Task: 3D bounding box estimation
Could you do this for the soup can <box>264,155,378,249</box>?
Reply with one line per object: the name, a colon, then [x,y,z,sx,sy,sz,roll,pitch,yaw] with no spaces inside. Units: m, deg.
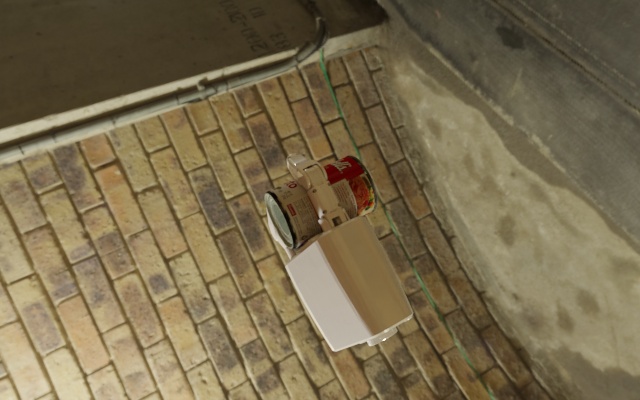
soup can: [0.000,0.001,0.510,0.102,0.068,0.068,-25,8,-18]
